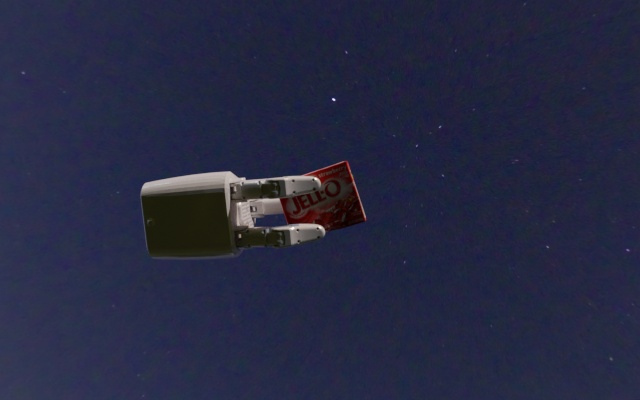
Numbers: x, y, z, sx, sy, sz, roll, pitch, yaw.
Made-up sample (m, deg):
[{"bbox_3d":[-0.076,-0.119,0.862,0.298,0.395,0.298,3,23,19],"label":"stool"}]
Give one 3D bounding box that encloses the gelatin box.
[{"bbox_3d":[0.000,0.002,0.556,0.089,0.073,0.030,-18,5,4],"label":"gelatin box"}]
